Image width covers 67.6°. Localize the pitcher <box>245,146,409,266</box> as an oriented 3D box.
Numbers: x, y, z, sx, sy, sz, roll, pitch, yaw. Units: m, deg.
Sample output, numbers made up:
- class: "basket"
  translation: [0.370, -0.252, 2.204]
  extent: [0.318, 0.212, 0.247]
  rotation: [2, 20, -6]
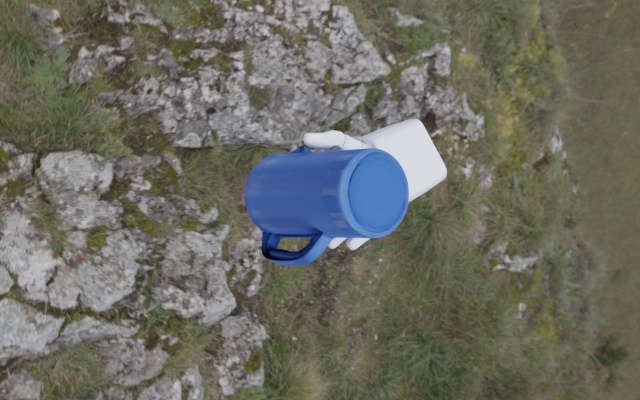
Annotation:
- class: "pitcher"
  translation: [0.000, 0.002, 0.659]
  extent: [0.145, 0.149, 0.243]
  rotation: [-24, 13, -31]
